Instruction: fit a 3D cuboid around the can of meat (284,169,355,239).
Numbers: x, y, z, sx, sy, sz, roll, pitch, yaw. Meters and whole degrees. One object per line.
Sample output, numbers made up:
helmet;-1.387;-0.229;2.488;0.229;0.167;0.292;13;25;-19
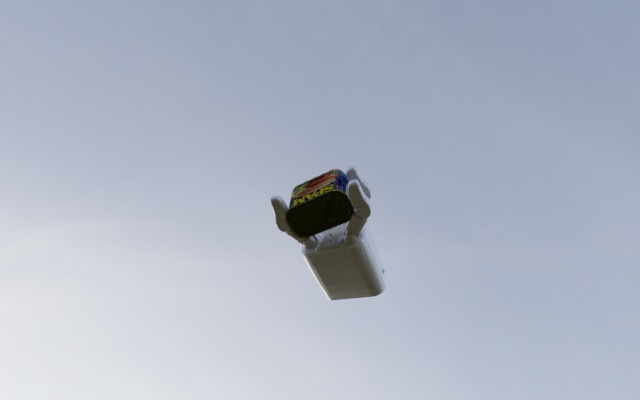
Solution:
can of meat;0.000;0.002;0.739;0.102;0.057;0.084;-23;24;14
